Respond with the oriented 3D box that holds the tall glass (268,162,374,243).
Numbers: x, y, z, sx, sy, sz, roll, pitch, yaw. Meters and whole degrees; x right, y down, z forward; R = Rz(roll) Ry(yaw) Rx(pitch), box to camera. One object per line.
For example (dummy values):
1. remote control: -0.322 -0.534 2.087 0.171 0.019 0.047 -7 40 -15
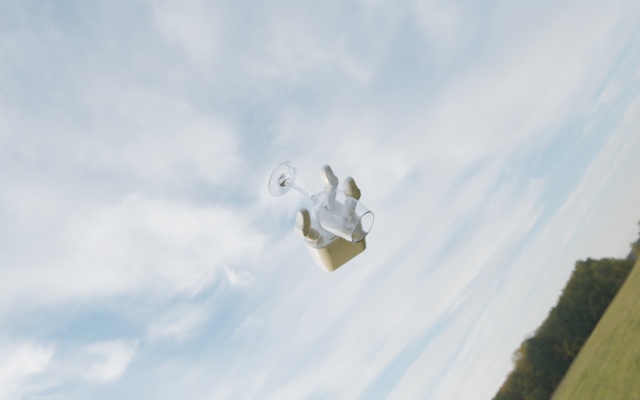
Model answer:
1. tall glass: 0.000 0.002 0.866 0.201 0.079 0.079 31 17 32
